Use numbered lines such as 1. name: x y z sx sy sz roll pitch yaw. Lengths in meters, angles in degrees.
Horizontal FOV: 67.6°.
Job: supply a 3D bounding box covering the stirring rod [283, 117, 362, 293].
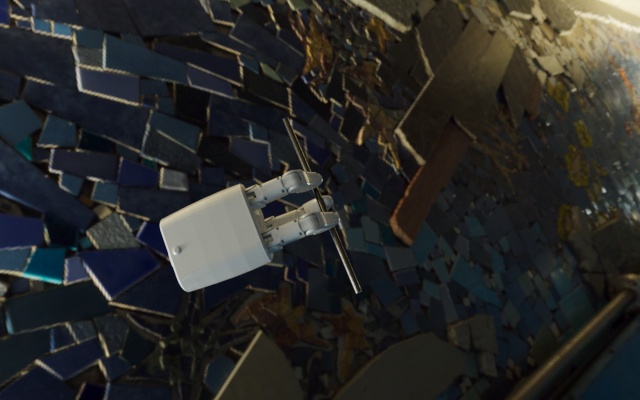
1. stirring rod: 0.000 0.002 0.597 0.011 0.239 0.011 -22 -12 -5
